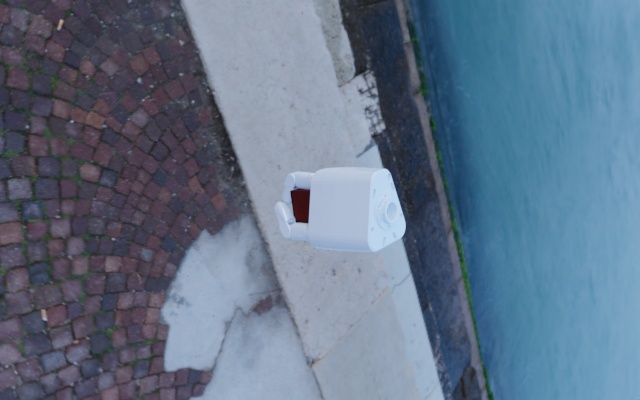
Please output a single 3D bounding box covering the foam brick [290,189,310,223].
[{"bbox_3d":[0.000,0.002,0.738,0.051,0.053,0.078,3,16,41],"label":"foam brick"}]
